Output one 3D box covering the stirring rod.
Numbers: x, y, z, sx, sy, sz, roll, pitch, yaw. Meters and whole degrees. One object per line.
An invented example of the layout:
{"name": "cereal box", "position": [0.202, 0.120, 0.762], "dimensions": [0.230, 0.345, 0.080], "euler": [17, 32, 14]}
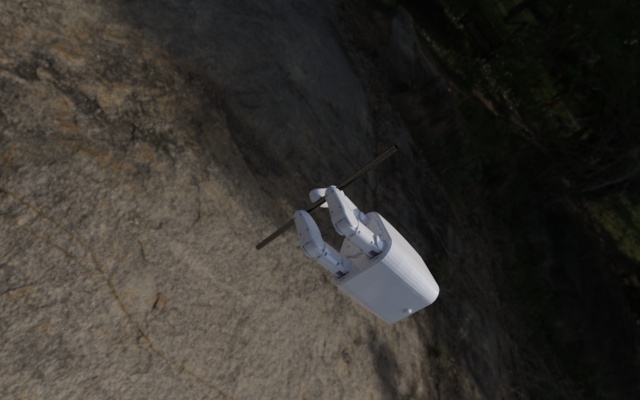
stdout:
{"name": "stirring rod", "position": [0.000, 0.002, 0.598], "dimensions": [0.239, 0.011, 0.011], "euler": [-36, -19, 28]}
